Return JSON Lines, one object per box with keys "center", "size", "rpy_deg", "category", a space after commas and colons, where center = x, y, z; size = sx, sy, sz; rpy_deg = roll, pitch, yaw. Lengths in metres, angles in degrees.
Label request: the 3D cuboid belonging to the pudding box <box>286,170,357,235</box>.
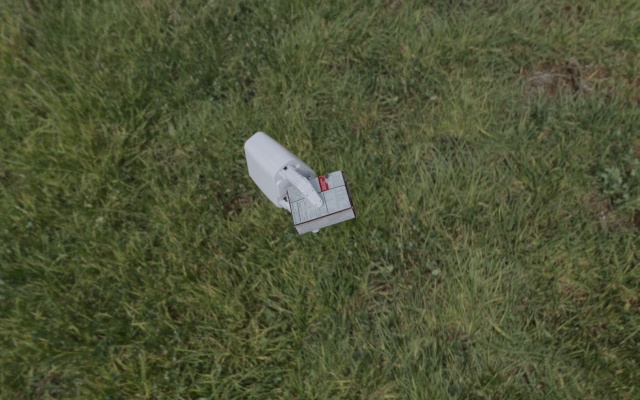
{"center": [0.000, 0.003, 0.863], "size": [0.113, 0.090, 0.039], "rpy_deg": [-18, -34, 7], "category": "pudding box"}
